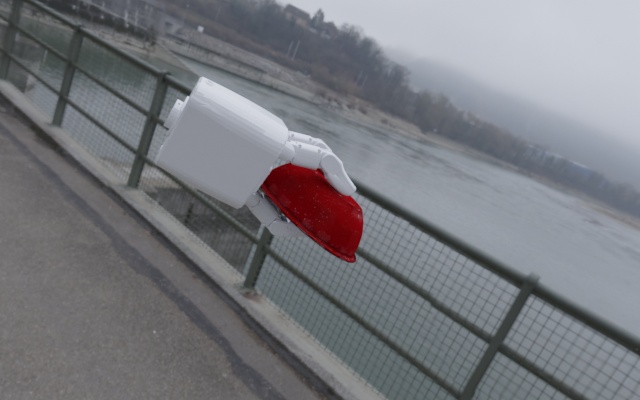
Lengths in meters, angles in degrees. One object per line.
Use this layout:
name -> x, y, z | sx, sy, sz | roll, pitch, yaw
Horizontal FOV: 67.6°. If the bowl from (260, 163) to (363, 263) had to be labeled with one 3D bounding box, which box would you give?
bowl -> 0.001, 0.002, 0.587 | 0.162, 0.055, 0.162 | 41, 7, -7
